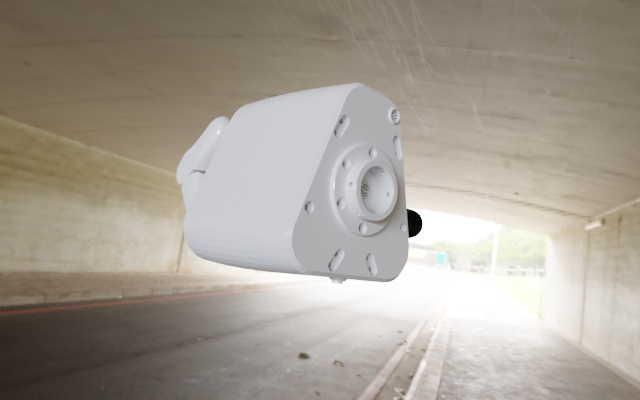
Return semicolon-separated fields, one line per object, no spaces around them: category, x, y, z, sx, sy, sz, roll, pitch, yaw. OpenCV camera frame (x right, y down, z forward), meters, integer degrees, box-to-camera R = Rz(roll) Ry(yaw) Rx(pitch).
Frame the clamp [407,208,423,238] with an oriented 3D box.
clamp;0.000;0.001;0.400;0.171;0.039;0.120;13;-7;-40
